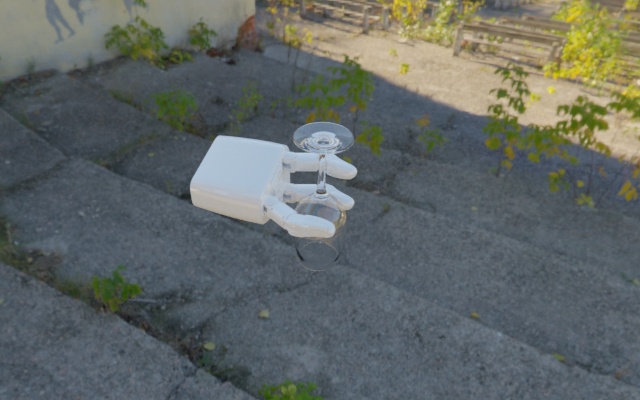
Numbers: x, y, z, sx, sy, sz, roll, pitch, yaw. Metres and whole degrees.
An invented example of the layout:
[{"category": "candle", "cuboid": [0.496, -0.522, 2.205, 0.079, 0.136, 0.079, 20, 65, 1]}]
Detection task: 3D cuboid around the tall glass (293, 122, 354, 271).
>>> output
[{"category": "tall glass", "cuboid": [0.000, 0.002, 0.635, 0.079, 0.201, 0.079, 1, 38, -1]}]
